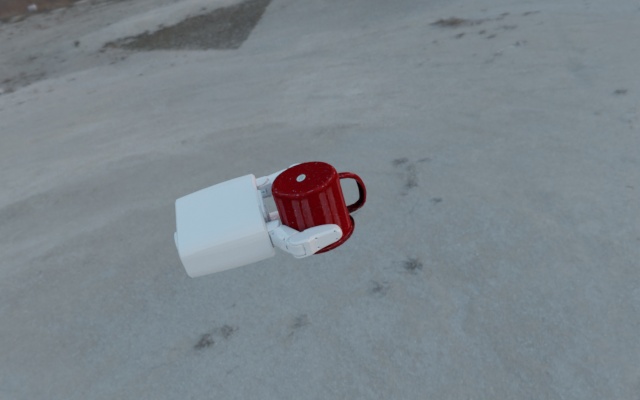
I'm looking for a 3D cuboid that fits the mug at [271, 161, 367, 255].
[{"bbox_3d":[0.001,0.001,0.582,0.117,0.081,0.093,-18,31,-4],"label":"mug"}]
